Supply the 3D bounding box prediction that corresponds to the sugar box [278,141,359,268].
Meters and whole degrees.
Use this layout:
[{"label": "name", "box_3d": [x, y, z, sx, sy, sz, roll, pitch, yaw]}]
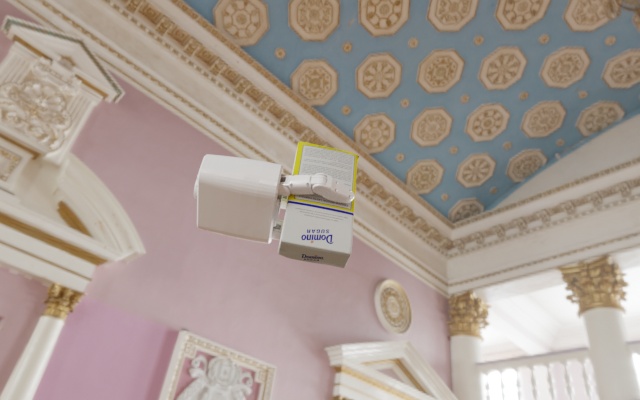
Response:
[{"label": "sugar box", "box_3d": [0.000, 0.002, 0.662, 0.093, 0.176, 0.048, 12, -35, -4]}]
